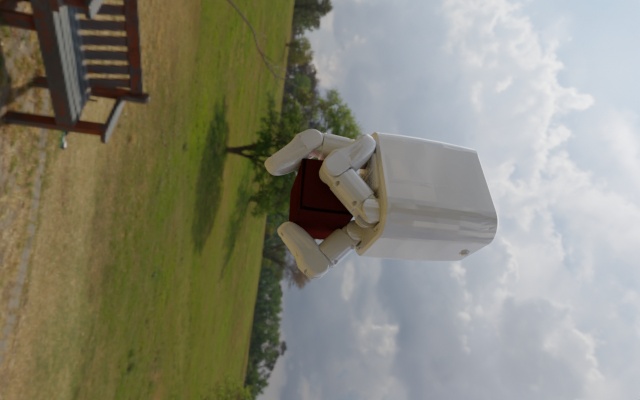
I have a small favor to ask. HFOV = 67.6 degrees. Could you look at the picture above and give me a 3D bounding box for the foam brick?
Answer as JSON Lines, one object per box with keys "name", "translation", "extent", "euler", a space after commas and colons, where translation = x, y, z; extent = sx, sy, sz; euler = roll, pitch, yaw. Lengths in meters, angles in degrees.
{"name": "foam brick", "translation": [0.000, 0.002, 0.461], "extent": [0.051, 0.053, 0.078], "euler": [6, -23, -10]}
